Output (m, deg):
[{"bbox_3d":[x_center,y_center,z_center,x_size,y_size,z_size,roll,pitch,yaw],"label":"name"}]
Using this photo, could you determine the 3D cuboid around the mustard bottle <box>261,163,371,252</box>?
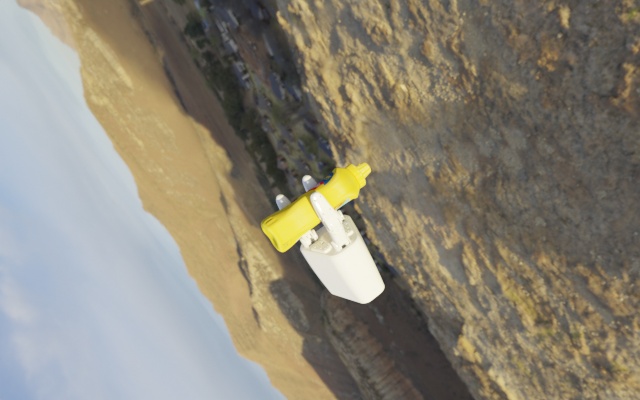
[{"bbox_3d":[0.000,0.002,0.741,0.191,0.058,0.096,-36,0,-12],"label":"mustard bottle"}]
